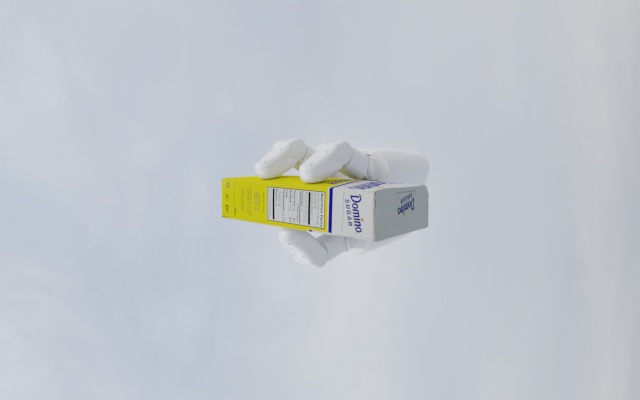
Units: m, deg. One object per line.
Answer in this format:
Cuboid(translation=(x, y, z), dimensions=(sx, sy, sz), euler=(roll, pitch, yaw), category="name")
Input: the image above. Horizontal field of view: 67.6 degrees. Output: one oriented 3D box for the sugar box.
Cuboid(translation=(0.000, 0.001, 0.440), dimensions=(0.176, 0.048, 0.093), euler=(3, 6, 38), category="sugar box")
